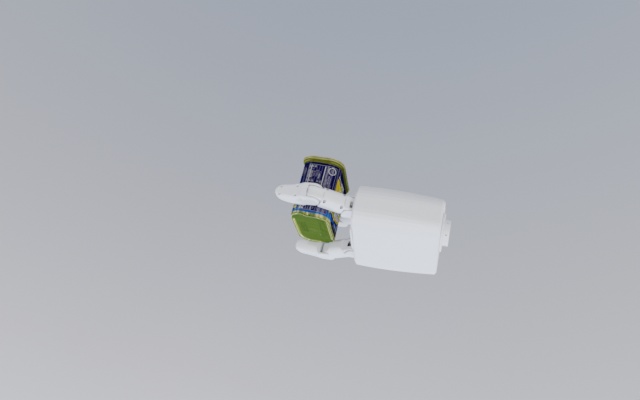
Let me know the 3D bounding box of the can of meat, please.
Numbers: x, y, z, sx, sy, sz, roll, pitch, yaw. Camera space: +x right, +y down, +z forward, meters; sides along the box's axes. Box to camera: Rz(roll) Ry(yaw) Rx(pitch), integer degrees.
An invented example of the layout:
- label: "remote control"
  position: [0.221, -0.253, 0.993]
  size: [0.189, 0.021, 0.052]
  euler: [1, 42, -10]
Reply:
- label: "can of meat"
  position: [0.000, 0.002, 0.644]
  size: [0.057, 0.084, 0.102]
  euler: [9, -23, 12]
